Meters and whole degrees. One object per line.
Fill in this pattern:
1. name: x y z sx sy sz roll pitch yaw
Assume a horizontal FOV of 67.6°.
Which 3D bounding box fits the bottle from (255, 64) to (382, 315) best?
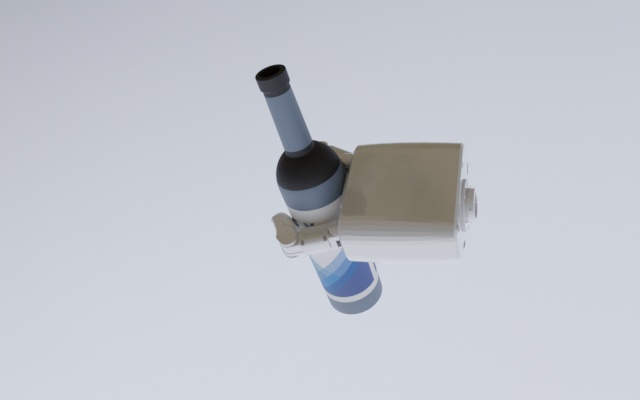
1. bottle: 0.000 0.002 0.487 0.069 0.296 0.069 -13 38 10
